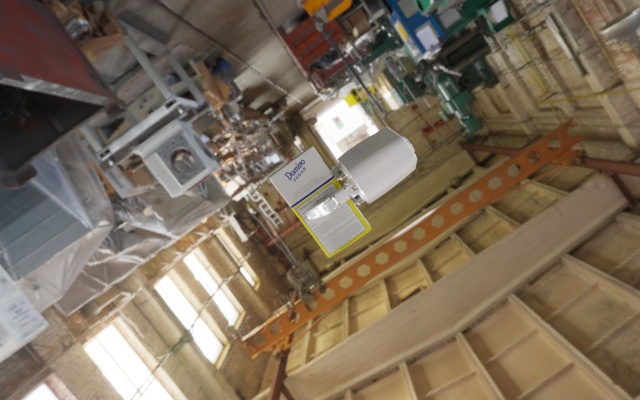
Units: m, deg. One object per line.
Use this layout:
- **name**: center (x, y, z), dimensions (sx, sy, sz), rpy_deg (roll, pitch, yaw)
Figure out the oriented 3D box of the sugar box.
- **sugar box**: center (0.000, 0.003, 0.827), dimensions (0.093, 0.176, 0.048), rpy_deg (-35, 6, 5)
